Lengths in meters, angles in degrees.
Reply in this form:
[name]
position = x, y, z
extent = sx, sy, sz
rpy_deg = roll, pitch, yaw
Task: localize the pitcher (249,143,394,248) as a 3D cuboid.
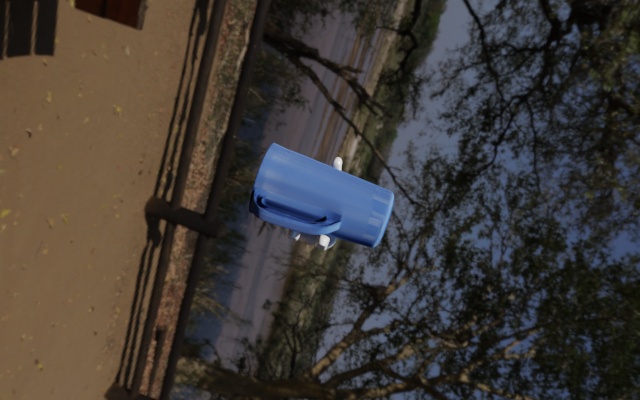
[pitcher]
position = 0.000, 0.003, 0.850
extent = 0.243, 0.149, 0.145
rpy_deg = 19, -13, 2
